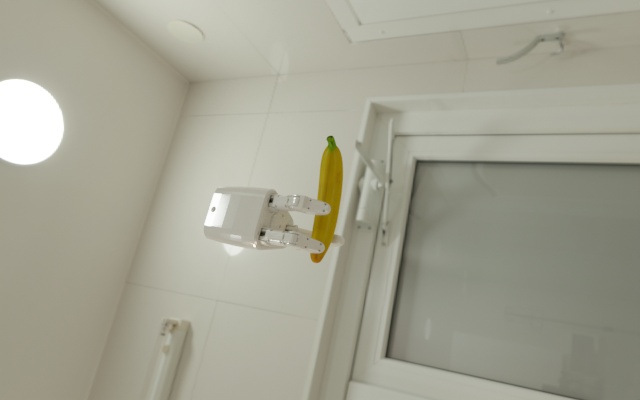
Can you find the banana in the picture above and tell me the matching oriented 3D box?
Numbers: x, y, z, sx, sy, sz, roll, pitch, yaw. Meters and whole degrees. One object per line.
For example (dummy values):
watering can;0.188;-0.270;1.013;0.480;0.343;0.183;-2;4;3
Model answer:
banana;0.008;-0.002;0.755;0.037;0.198;0.069;9;8;24
